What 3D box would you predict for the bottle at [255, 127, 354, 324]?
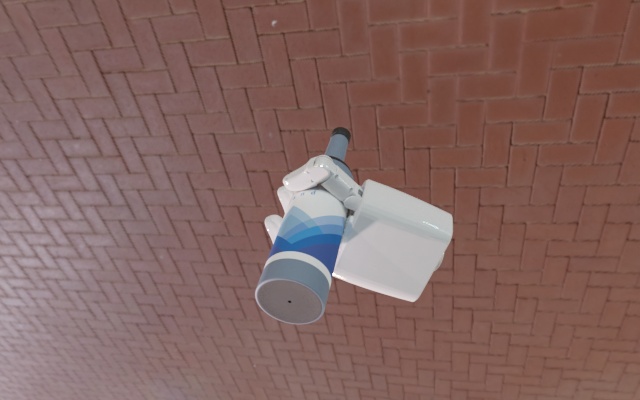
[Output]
[{"bbox_3d":[0.000,0.002,0.550,0.069,0.069,0.295,0,39,15],"label":"bottle"}]
